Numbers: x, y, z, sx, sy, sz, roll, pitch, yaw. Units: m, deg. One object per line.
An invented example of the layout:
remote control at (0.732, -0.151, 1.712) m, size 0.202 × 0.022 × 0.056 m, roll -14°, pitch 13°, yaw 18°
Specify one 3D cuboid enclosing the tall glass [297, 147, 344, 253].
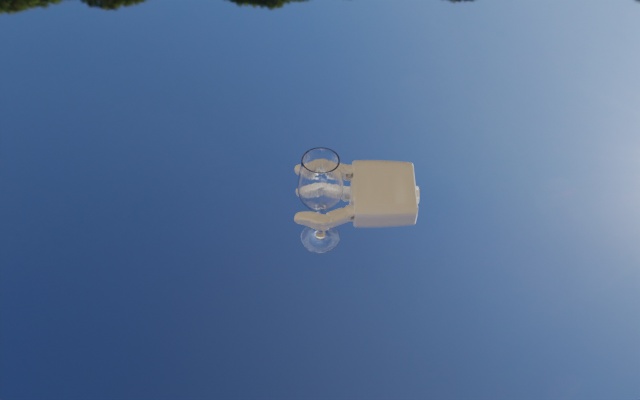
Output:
tall glass at (0.000, 0.003, 0.834) m, size 0.079 × 0.079 × 0.201 m, roll 0°, pitch -43°, yaw 0°
